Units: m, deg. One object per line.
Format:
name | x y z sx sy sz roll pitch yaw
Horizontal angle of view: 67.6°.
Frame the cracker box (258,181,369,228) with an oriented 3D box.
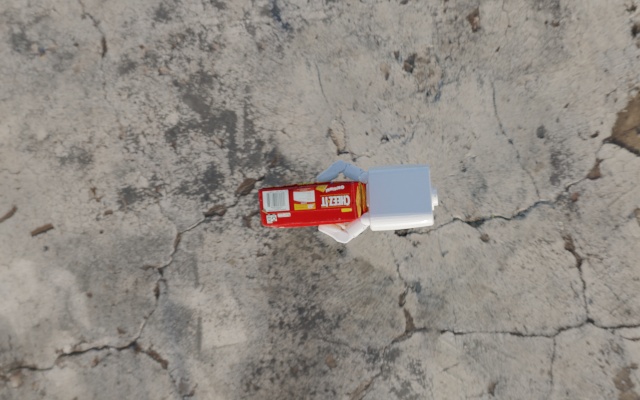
cracker box | 0.000 0.003 0.877 0.164 0.072 0.213 -4 1 13
